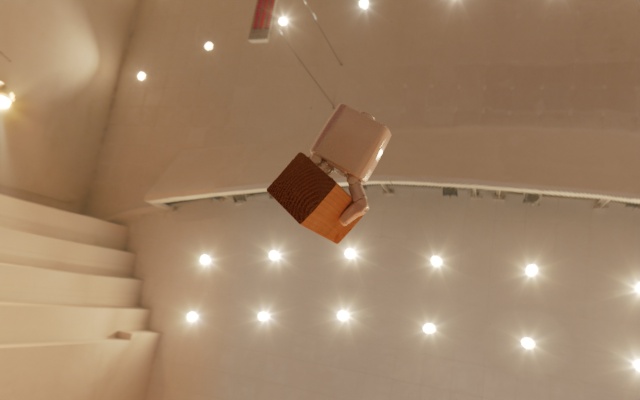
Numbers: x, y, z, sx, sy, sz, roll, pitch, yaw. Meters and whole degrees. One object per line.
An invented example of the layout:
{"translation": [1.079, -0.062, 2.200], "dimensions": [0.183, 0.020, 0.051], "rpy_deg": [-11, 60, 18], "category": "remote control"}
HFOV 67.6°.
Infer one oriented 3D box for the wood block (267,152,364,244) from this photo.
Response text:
{"translation": [0.001, 0.003, 0.863], "dimensions": [0.090, 0.090, 0.206], "rpy_deg": [43, 3, 24], "category": "wood block"}
